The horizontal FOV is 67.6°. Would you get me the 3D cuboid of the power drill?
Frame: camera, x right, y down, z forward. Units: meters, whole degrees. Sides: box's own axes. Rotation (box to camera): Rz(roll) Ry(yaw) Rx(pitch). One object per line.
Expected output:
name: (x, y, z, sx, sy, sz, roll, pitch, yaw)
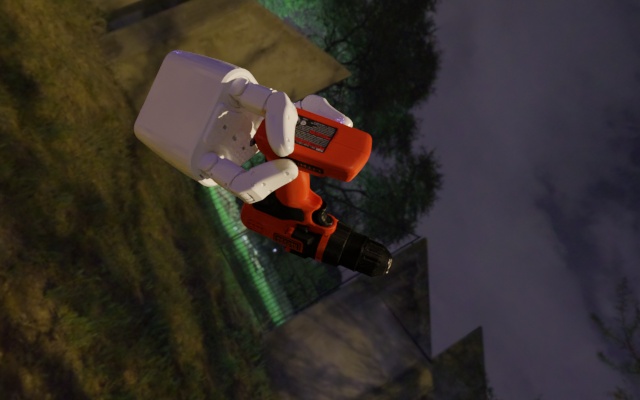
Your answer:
power drill: (0.000, 0.001, 0.497, 0.184, 0.057, 0.188, 20, -37, 9)
